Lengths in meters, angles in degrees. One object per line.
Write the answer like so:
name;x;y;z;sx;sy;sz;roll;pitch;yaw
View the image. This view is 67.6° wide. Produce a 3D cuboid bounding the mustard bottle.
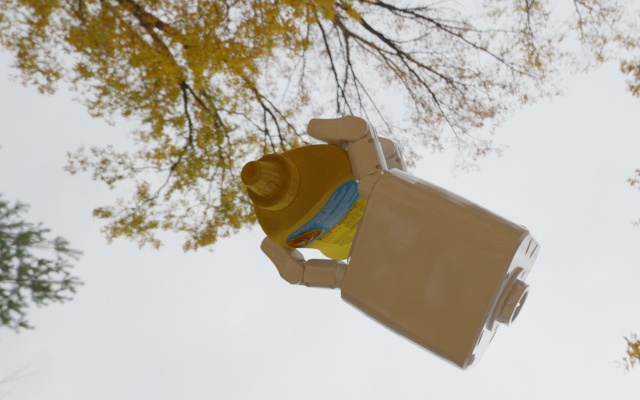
mustard bottle;0.000;0.001;0.406;0.096;0.058;0.192;-43;-29;15
